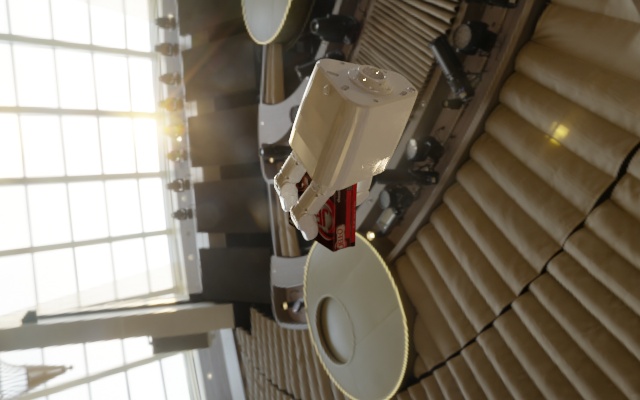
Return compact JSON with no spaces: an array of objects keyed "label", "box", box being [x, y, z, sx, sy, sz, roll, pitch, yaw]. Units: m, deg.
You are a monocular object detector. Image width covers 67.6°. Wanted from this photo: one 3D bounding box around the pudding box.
[{"label":"pudding box","box":[0.000,0.002,0.596,0.039,0.090,0.113,-9,20,-29]}]
